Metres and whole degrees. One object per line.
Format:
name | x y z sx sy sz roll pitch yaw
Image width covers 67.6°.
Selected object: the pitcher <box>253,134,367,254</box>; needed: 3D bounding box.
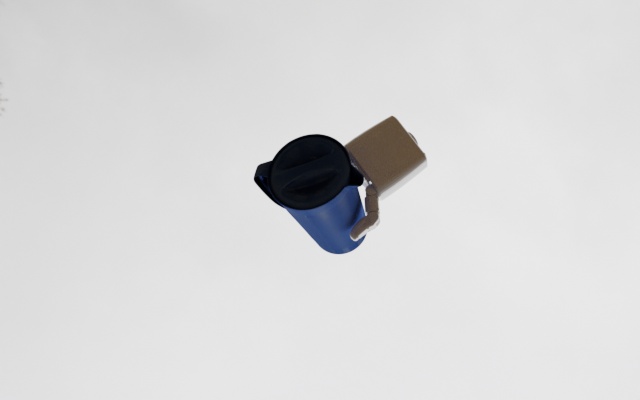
pitcher | 0.000 0.003 0.827 0.145 0.149 0.243 -35 -30 -3
